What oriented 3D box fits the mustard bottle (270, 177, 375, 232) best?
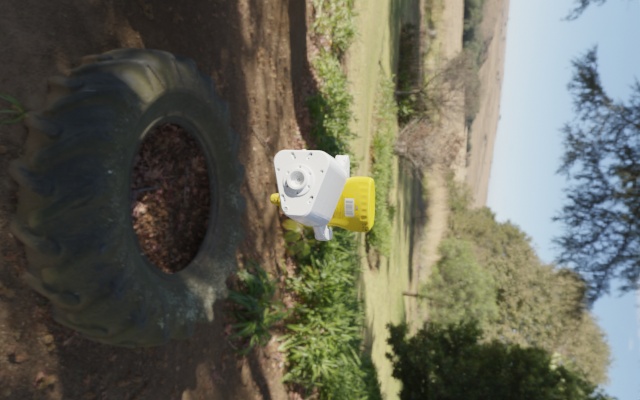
[{"bbox_3d":[0.000,0.003,0.866,0.191,0.096,0.058,3,16,17],"label":"mustard bottle"}]
